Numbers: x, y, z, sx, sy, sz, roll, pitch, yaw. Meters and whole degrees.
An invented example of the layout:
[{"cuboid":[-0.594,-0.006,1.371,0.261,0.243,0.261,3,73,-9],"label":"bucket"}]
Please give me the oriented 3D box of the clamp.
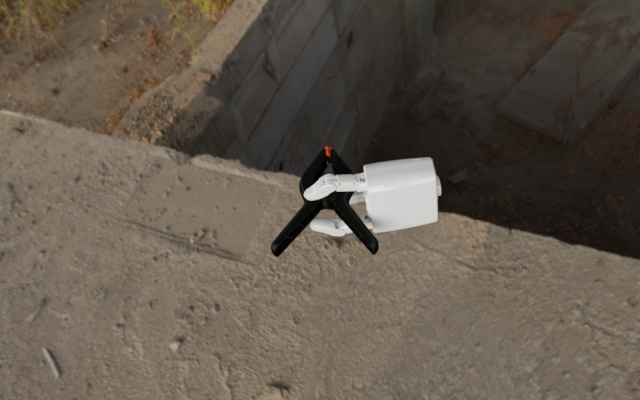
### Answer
[{"cuboid":[0.000,0.002,0.773,0.164,0.209,0.036,-7,-35,4],"label":"clamp"}]
